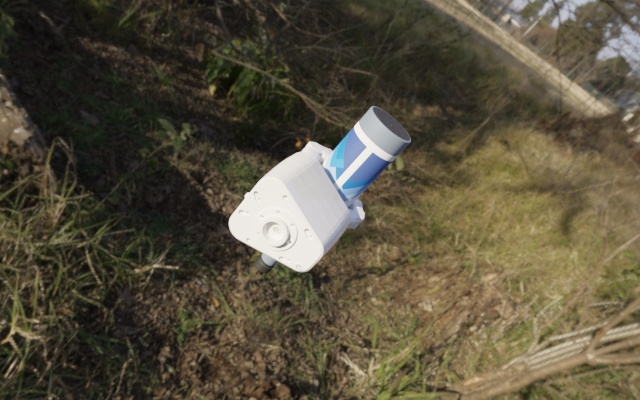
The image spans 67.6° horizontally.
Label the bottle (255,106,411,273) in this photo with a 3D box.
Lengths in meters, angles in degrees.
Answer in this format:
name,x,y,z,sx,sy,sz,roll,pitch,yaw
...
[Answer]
name,x,y,z,sx,sy,sz,roll,pitch,yaw
bottle,0.000,0.002,0.663,0.296,0.069,0.069,-48,-26,26
